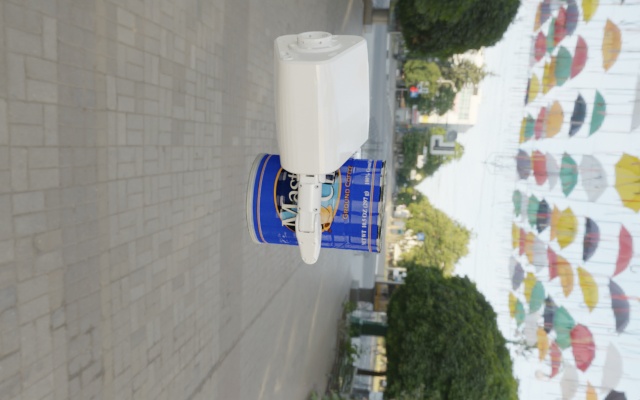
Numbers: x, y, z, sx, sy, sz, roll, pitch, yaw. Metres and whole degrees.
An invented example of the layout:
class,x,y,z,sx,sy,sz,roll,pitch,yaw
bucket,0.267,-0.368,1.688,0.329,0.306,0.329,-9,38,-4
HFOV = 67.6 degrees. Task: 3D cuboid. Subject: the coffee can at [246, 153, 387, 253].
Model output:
class,x,y,z,sx,sy,sz,roll,pitch,yaw
coffee can,0.000,0.002,0.530,0.140,0.103,0.103,4,0,9
